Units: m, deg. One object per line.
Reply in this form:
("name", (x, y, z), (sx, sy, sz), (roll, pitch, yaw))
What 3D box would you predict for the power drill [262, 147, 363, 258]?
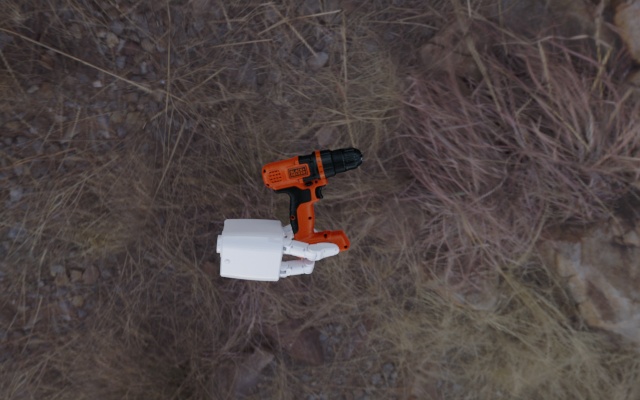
("power drill", (0.000, 0.003, 0.877), (0.184, 0.188, 0.057), (-11, 11, 5))
